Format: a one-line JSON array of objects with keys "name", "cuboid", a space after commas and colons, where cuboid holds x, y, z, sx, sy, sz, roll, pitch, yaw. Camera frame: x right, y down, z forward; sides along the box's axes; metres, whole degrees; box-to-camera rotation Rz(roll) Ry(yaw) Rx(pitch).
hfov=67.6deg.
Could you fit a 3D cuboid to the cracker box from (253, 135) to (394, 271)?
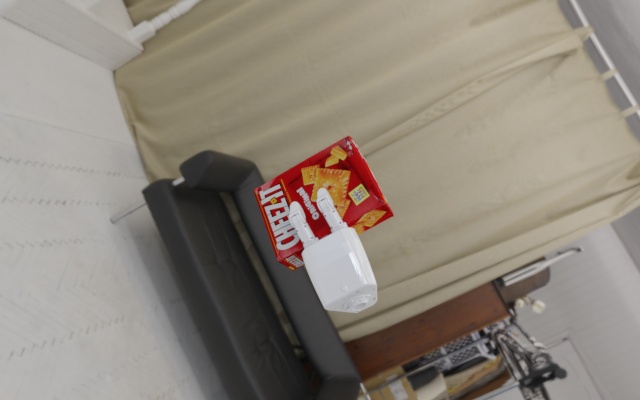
[{"name": "cracker box", "cuboid": [0.000, 0.003, 0.868, 0.214, 0.164, 0.072, -29, -32, 9]}]
